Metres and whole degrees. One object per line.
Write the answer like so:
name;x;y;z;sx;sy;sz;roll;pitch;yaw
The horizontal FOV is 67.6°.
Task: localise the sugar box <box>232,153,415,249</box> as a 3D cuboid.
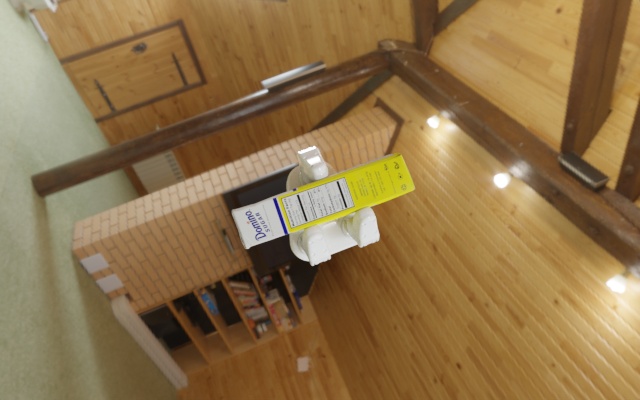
sugar box;0.000;0.002;0.500;0.176;0.048;0.093;-22;-1;-6
